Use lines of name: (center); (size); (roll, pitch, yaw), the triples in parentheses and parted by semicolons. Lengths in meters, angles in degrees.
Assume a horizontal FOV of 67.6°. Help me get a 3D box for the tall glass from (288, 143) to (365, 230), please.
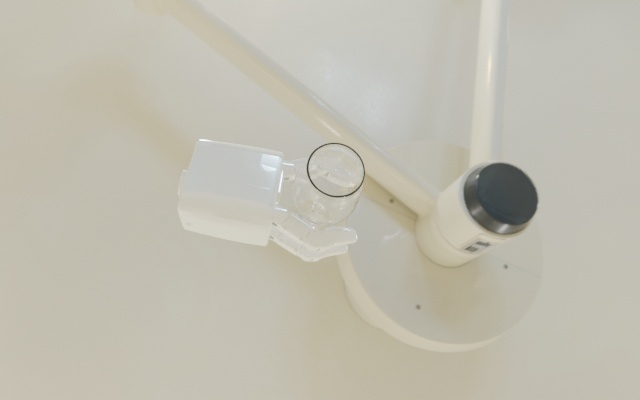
tall glass: (0.000, 0.002, 0.582); (0.079, 0.079, 0.201); (0, -20, -10)
